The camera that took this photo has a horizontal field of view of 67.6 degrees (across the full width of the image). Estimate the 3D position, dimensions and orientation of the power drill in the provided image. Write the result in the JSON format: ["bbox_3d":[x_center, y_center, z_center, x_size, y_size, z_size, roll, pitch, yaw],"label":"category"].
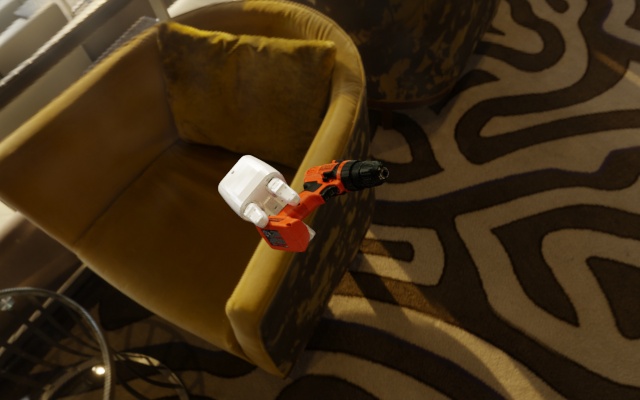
[{"bbox_3d":[0.000,0.003,0.765,0.187,0.057,0.184,-44,23,-31],"label":"power drill"}]
